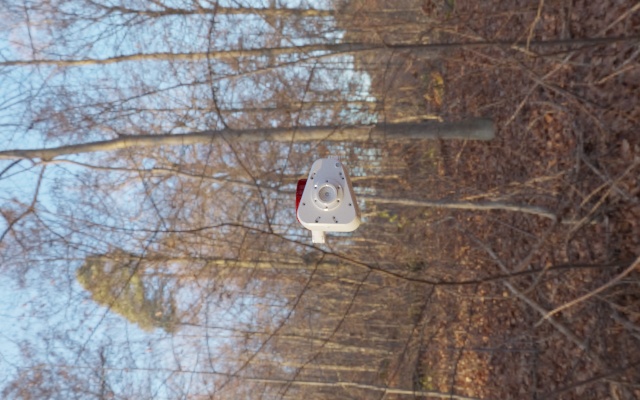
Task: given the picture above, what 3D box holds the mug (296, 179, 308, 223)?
[{"bbox_3d":[0.000,0.003,0.890,0.081,0.093,0.117,1,-7,5],"label":"mug"}]
